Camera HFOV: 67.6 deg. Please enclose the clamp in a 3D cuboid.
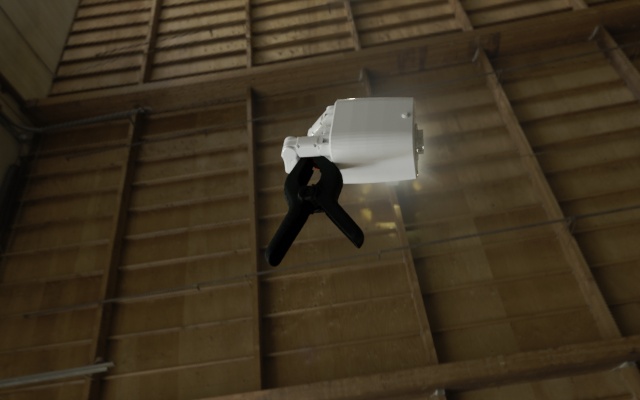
[{"bbox_3d":[0.000,0.002,0.593,0.120,0.171,0.039,-3,-35,16],"label":"clamp"}]
